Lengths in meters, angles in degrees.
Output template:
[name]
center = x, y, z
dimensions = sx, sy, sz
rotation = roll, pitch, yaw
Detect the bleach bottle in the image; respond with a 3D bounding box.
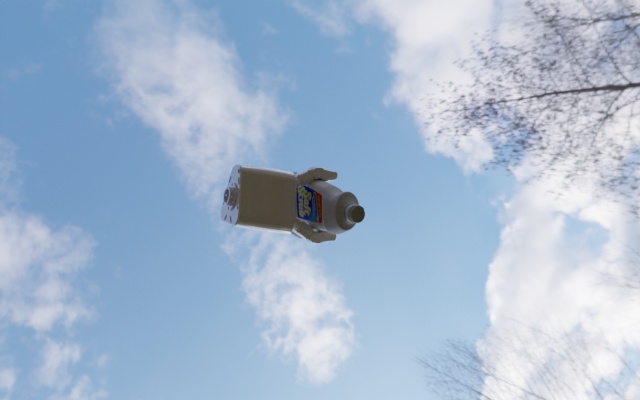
[bleach bottle]
center = 0.000, 0.003, 0.885
dimensions = 0.068, 0.102, 0.251
rotation = 9, 1, -31
